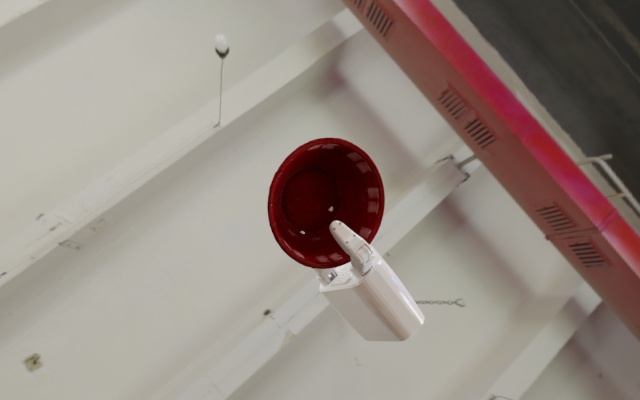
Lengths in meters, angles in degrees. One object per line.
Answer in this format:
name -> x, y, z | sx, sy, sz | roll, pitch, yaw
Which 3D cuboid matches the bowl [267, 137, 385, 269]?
bowl -> -0.001, 0.001, 0.605 | 0.162, 0.162, 0.055 | 0, 6, -27
